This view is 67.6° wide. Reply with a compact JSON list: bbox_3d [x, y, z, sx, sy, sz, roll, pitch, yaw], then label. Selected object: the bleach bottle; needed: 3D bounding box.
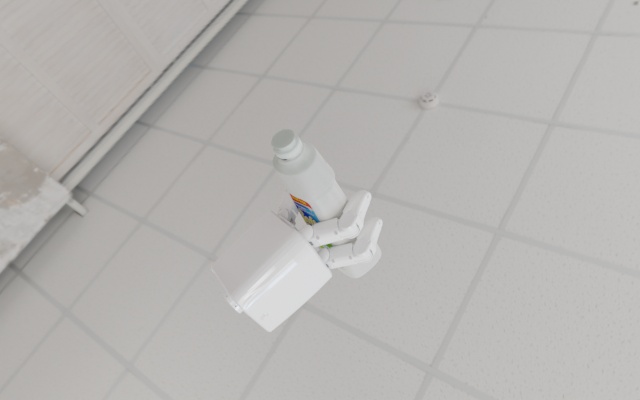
[{"bbox_3d":[0.000,0.002,0.604,0.102,0.068,0.251,40,-12,41],"label":"bleach bottle"}]
